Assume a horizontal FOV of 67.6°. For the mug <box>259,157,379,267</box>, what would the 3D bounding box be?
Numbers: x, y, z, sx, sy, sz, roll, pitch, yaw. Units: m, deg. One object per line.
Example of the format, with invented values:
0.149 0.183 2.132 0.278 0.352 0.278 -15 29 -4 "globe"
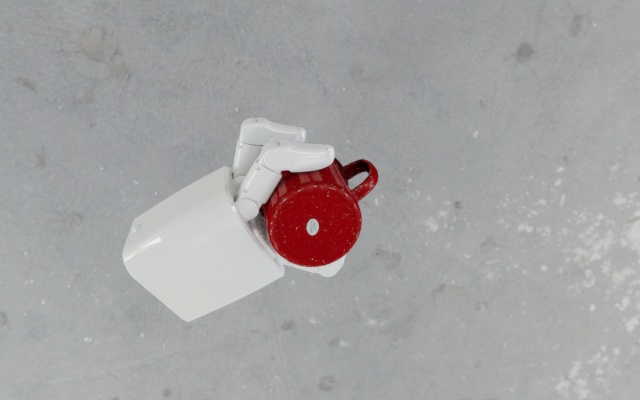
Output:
0.001 0.001 0.432 0.117 0.093 0.081 -28 26 2 "mug"
